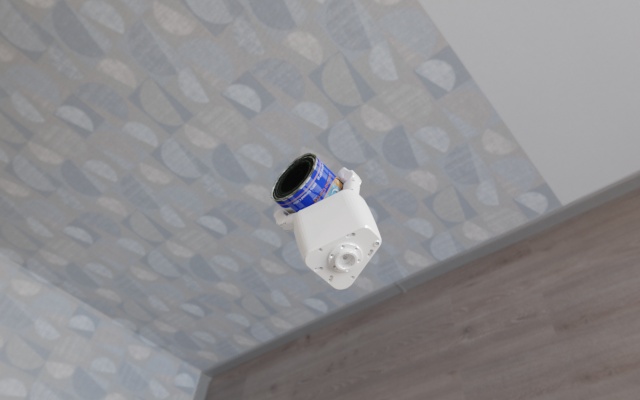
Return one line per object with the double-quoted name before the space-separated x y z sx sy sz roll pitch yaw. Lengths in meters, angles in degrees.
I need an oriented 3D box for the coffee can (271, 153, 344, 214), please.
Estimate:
"coffee can" 0.000 0.003 0.815 0.140 0.102 0.103 43 -23 -27
